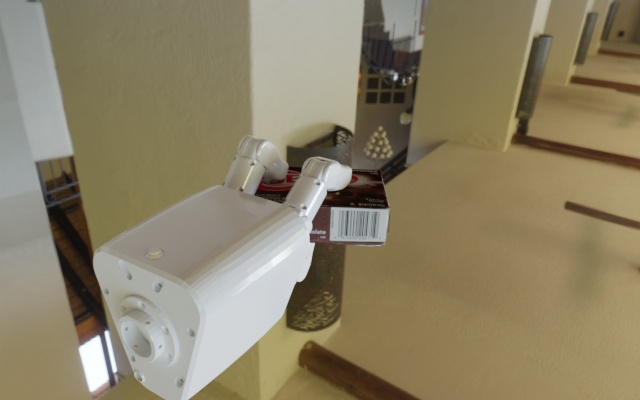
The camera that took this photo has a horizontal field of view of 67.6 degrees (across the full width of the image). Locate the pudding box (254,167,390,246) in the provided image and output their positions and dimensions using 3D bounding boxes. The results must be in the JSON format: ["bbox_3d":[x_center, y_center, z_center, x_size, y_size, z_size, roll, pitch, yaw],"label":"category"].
[{"bbox_3d":[0.000,0.002,0.418,0.113,0.039,0.090,4,25,0],"label":"pudding box"}]
